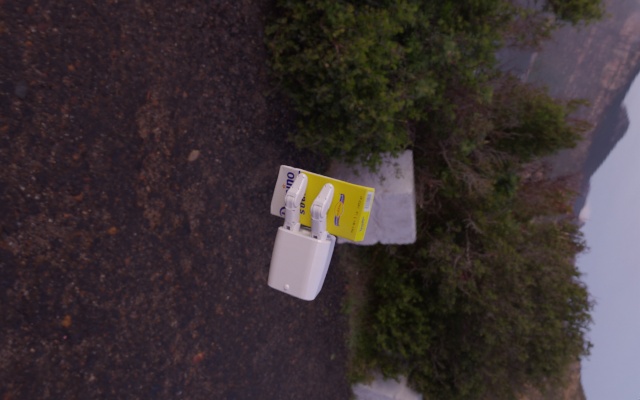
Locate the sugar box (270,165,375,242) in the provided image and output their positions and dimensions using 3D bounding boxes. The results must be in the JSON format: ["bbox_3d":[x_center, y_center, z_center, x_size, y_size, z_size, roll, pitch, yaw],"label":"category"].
[{"bbox_3d":[0.000,0.003,0.835,0.176,0.093,0.048,16,5,25],"label":"sugar box"}]
